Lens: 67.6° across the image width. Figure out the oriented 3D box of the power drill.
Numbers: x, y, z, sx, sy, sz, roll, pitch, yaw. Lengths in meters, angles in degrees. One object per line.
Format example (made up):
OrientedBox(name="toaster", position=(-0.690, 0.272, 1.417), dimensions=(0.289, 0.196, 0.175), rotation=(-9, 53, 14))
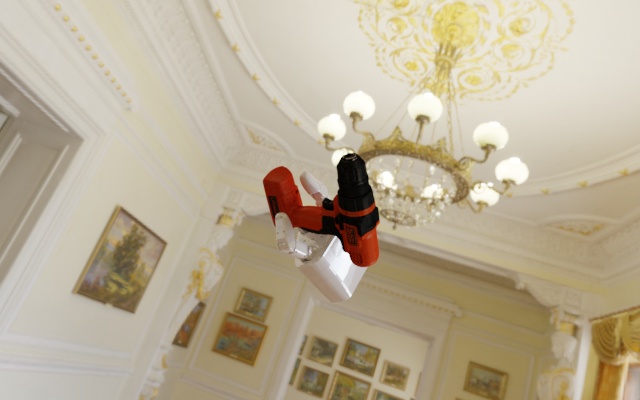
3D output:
OrientedBox(name="power drill", position=(0.000, 0.002, 0.716), dimensions=(0.187, 0.184, 0.057), rotation=(17, 40, 37))
